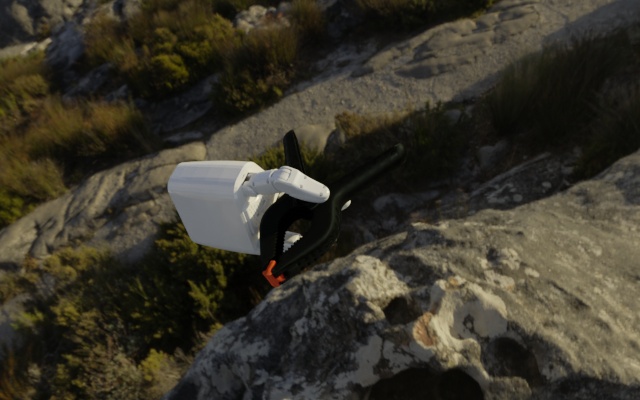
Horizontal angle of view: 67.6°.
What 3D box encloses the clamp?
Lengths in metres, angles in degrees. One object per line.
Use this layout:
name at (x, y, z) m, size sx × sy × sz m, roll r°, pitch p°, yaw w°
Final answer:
clamp at (-0.001, 0.002, 0.538) m, size 0.164 × 0.210 × 0.036 m, roll 5°, pitch -34°, yaw 25°
